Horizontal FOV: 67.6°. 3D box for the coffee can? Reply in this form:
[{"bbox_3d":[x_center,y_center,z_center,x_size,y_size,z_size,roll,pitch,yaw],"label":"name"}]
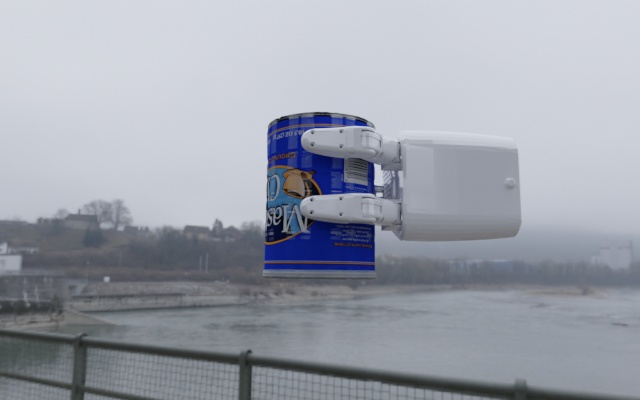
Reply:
[{"bbox_3d":[0.000,0.002,0.443,0.103,0.140,0.103,1,-8,0],"label":"coffee can"}]
